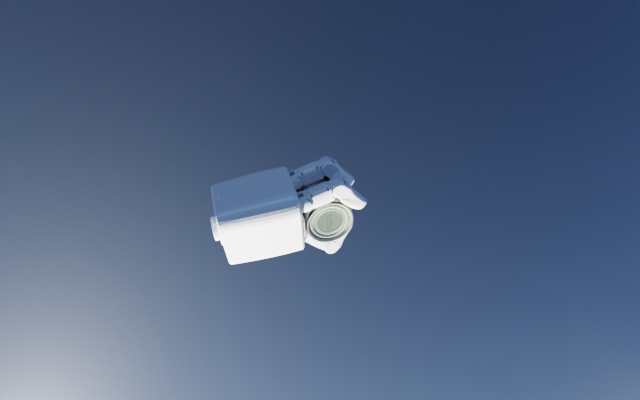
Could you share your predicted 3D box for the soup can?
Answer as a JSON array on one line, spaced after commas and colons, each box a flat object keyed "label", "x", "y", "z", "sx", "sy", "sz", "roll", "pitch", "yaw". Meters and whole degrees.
[{"label": "soup can", "x": 0.001, "y": 0.002, "z": 0.674, "sx": 0.068, "sy": 0.068, "sz": 0.102, "roll": 0, "pitch": 34, "yaw": -18}]
